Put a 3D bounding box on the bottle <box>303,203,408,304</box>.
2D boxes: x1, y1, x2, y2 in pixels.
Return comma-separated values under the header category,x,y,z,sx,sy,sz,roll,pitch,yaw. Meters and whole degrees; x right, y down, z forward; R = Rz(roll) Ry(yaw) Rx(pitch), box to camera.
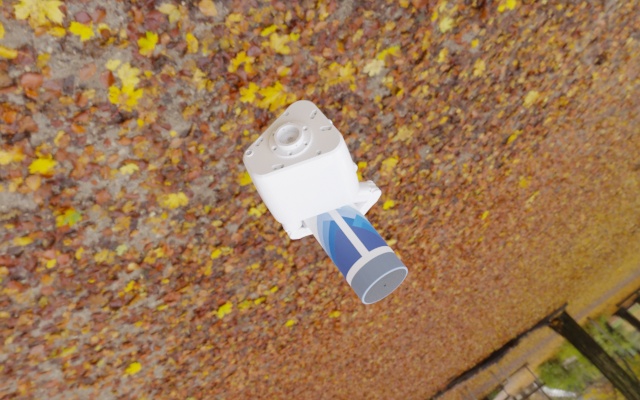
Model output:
category,x,y,z,sx,sy,sz,roll,pitch,yaw
bottle,0.000,0.002,0.641,0.069,0.069,0.295,0,42,-45
